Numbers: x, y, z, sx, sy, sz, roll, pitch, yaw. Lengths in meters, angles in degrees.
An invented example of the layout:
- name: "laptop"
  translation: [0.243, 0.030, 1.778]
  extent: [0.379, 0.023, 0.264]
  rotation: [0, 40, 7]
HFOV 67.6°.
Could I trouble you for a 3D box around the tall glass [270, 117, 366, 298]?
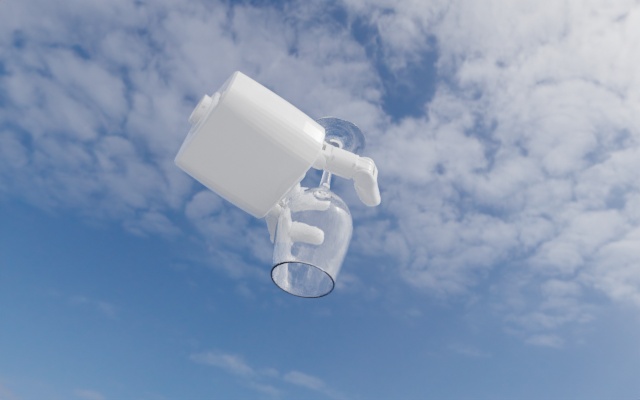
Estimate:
- name: "tall glass"
  translation: [0.000, 0.001, 0.510]
  extent: [0.079, 0.201, 0.079]
  rotation: [7, -41, 6]
